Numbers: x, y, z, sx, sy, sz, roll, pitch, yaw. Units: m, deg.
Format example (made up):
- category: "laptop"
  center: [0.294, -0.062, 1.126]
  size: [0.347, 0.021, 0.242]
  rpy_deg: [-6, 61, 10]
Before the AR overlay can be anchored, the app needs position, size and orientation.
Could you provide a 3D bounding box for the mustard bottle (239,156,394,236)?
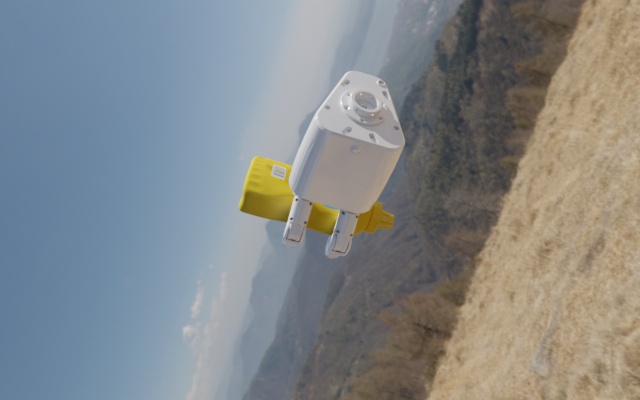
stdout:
- category: "mustard bottle"
  center: [0.000, 0.002, 0.598]
  size: [0.191, 0.058, 0.096]
  rpy_deg: [15, 27, -7]
